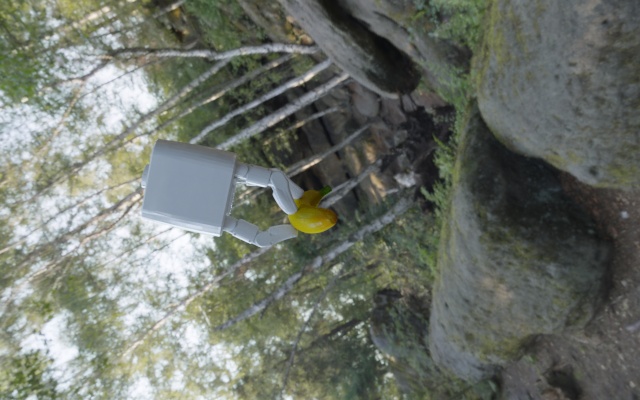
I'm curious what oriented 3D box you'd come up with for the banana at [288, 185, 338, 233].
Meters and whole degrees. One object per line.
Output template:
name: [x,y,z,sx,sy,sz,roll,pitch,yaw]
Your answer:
banana: [-0.015,0.012,0.673,0.069,0.037,0.197,-36,12,7]
